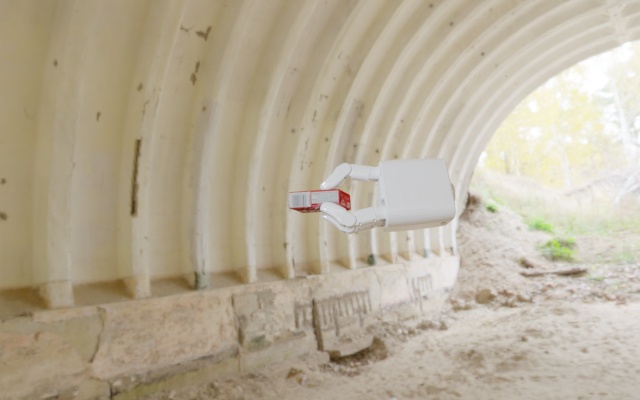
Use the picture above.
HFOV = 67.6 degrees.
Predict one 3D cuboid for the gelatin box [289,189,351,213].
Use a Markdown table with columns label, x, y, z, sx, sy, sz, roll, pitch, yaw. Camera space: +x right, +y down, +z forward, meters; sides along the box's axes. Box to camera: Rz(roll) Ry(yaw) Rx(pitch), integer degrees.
| label | x | y | z | sx | sy | sz | roll | pitch | yaw |
| --- | --- | --- | --- | --- | --- | --- | --- | --- | --- |
| gelatin box | 0.000 | 0.002 | 0.789 | 0.089 | 0.030 | 0.073 | -3 | -8 | 15 |
